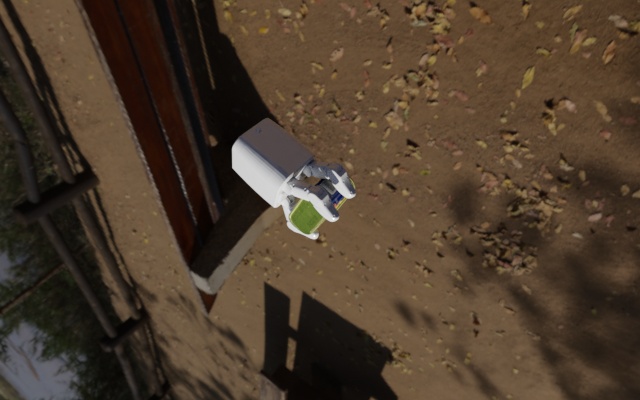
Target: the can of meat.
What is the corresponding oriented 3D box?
[{"bbox_3d":[0.000,0.003,0.803,0.084,0.057,0.102,-45,-4,-38],"label":"can of meat"}]
